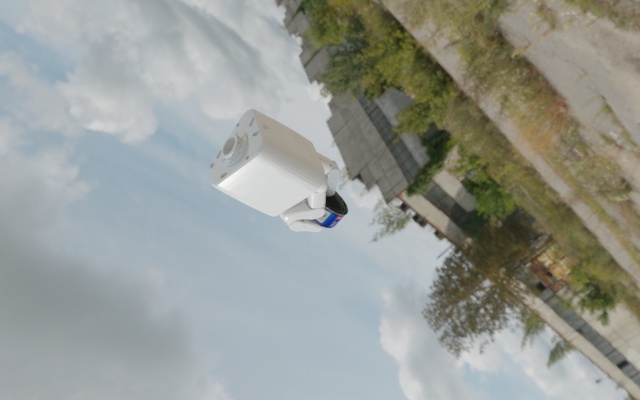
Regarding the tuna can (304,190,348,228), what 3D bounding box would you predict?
[{"bbox_3d":[0.000,0.003,0.744,0.034,0.086,0.086,-48,-22,21],"label":"tuna can"}]
